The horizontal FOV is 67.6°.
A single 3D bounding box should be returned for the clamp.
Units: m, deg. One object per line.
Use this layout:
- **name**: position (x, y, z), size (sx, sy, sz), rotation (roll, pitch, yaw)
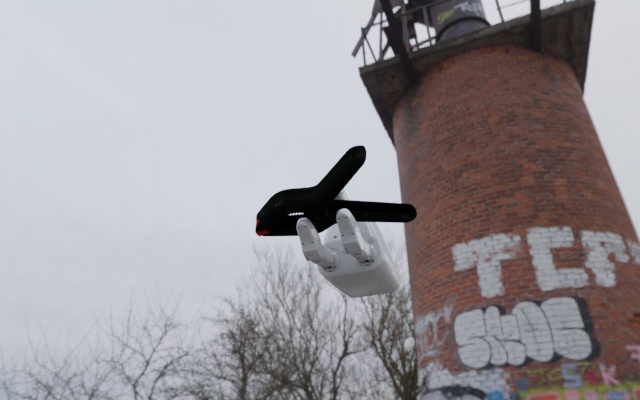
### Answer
- **clamp**: position (0.000, 0.002, 0.603), size (0.210, 0.036, 0.165), rotation (-13, -35, 20)
